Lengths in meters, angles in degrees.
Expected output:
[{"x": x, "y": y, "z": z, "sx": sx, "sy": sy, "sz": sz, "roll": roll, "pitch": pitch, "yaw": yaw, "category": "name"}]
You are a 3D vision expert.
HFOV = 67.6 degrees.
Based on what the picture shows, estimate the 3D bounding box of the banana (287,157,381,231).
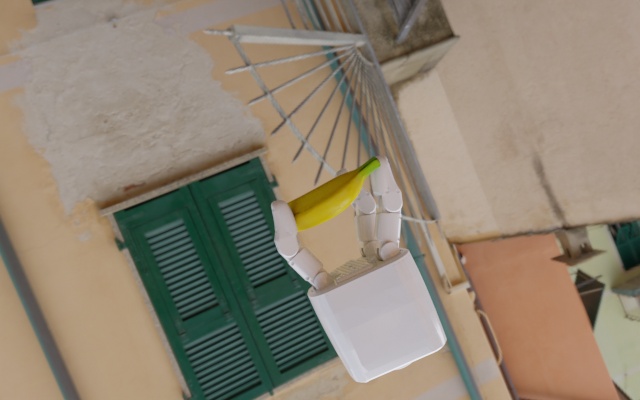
[{"x": -0.011, "y": 0.008, "z": 0.534, "sx": 0.069, "sy": 0.037, "sz": 0.198, "roll": -31, "pitch": 3, "yaw": -37, "category": "banana"}]
